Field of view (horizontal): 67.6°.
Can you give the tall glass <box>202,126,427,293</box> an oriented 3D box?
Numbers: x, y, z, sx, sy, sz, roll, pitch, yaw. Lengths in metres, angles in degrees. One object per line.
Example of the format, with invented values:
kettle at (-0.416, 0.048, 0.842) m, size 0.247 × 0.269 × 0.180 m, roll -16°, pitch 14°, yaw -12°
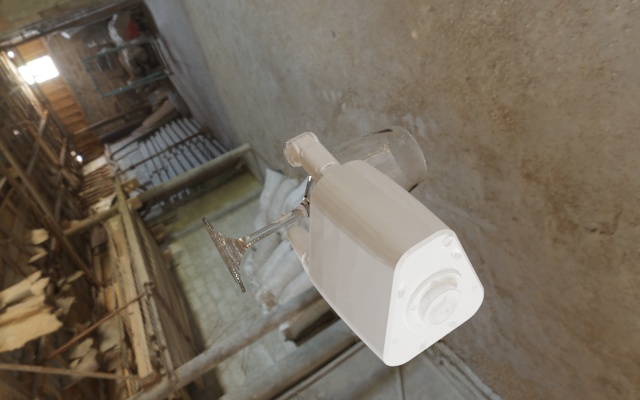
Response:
tall glass at (-0.001, 0.002, 0.438) m, size 0.201 × 0.079 × 0.079 m, roll -29°, pitch 8°, yaw -15°
